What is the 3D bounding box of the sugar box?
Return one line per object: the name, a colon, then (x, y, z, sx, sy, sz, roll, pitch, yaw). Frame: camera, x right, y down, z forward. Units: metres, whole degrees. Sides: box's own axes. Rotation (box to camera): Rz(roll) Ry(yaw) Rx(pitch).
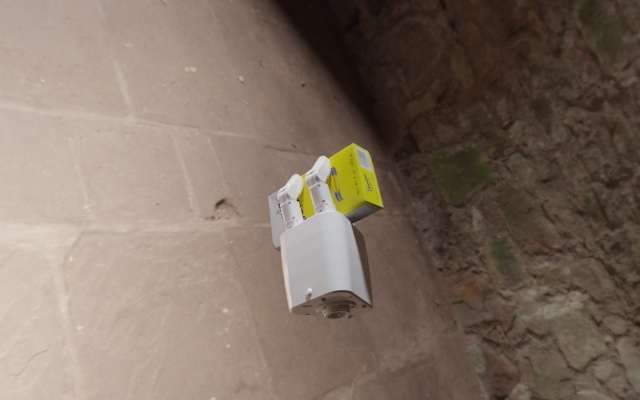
sugar box: (0.000, 0.002, 0.681, 0.176, 0.093, 0.048, -29, -33, 32)
